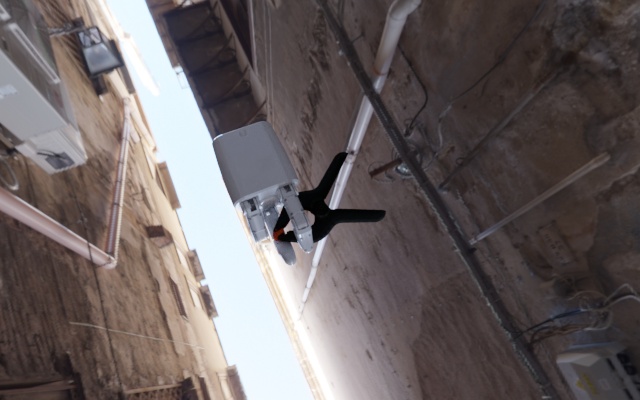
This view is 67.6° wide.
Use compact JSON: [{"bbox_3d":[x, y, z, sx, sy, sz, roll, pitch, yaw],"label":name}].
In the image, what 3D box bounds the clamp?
[{"bbox_3d":[0.000,0.003,0.716,0.171,0.120,0.039,-21,-16,-12],"label":"clamp"}]
